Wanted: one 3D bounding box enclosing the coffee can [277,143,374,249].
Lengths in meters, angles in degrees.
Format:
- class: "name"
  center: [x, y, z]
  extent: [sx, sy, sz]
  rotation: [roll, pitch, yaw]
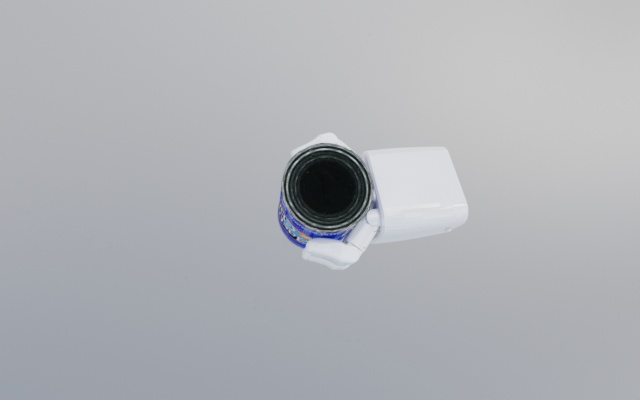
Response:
- class: "coffee can"
  center: [0.000, 0.002, 0.587]
  extent: [0.103, 0.102, 0.140]
  rotation: [0, -14, -7]
